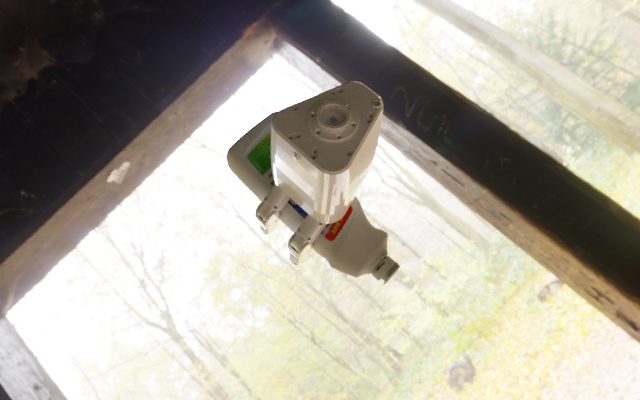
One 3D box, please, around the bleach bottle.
[{"bbox_3d":[0.000,0.002,0.593,0.102,0.250,0.068,-42,-17,-19],"label":"bleach bottle"}]
